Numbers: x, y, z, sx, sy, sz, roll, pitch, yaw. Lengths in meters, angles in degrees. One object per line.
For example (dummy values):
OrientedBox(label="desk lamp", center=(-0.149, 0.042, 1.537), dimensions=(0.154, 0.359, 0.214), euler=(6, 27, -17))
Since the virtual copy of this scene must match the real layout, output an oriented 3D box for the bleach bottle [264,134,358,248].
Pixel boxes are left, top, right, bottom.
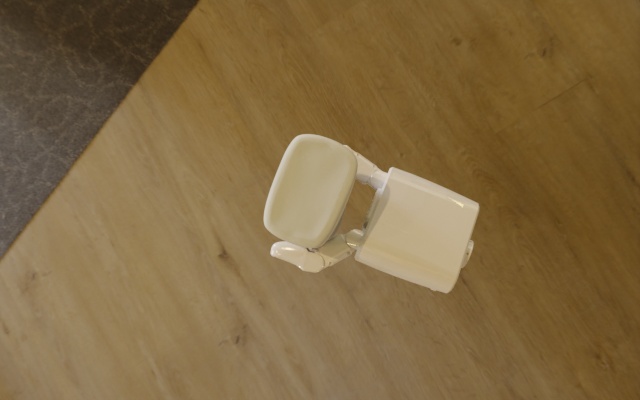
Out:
OrientedBox(label="bleach bottle", center=(0.000, 0.002, 0.539), dimensions=(0.068, 0.102, 0.251), euler=(22, -2, 6))
